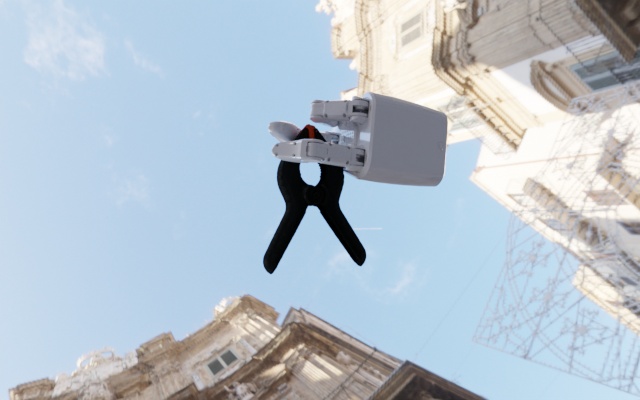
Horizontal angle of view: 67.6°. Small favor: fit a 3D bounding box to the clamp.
[{"bbox_3d":[0.000,0.002,0.548,0.120,0.171,0.039,7,-5,-23],"label":"clamp"}]
